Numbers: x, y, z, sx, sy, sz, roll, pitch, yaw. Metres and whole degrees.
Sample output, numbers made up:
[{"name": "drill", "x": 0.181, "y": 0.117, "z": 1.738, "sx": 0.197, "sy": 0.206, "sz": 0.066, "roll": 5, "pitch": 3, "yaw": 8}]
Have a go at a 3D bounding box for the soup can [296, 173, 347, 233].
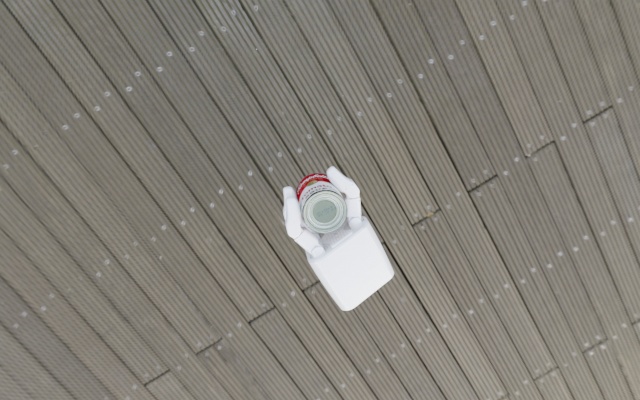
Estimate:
[{"name": "soup can", "x": 0.000, "y": 0.002, "z": 0.732, "sx": 0.068, "sy": 0.068, "sz": 0.102, "roll": 0, "pitch": 18, "yaw": -8}]
